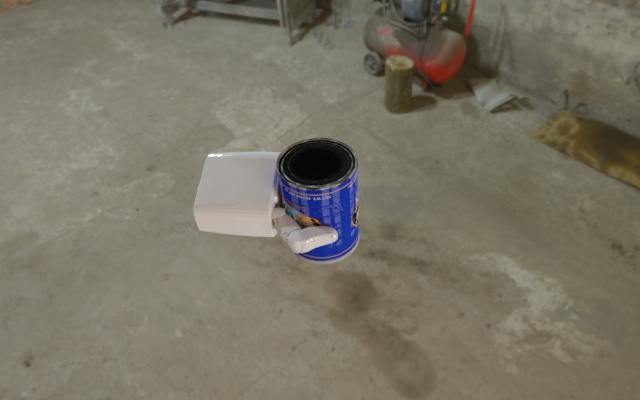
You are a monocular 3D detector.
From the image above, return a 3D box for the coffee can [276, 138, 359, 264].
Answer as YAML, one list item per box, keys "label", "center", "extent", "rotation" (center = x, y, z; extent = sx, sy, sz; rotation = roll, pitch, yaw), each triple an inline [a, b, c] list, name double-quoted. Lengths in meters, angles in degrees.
- label: "coffee can"
  center: [0.000, 0.002, 0.642]
  extent: [0.103, 0.140, 0.102]
  rotation: [-3, 43, 3]
